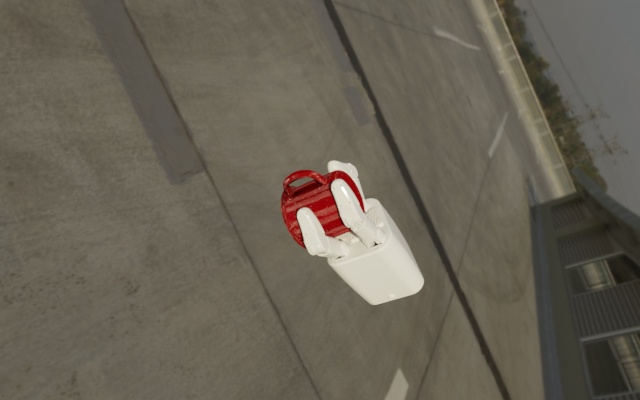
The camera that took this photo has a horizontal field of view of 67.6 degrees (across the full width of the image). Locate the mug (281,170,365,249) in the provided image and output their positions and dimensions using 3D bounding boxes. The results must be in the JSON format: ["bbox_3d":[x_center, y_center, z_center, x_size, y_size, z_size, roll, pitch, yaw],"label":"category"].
[{"bbox_3d":[-0.001,0.001,0.632,0.081,0.093,0.117,-23,-54,26],"label":"mug"}]
